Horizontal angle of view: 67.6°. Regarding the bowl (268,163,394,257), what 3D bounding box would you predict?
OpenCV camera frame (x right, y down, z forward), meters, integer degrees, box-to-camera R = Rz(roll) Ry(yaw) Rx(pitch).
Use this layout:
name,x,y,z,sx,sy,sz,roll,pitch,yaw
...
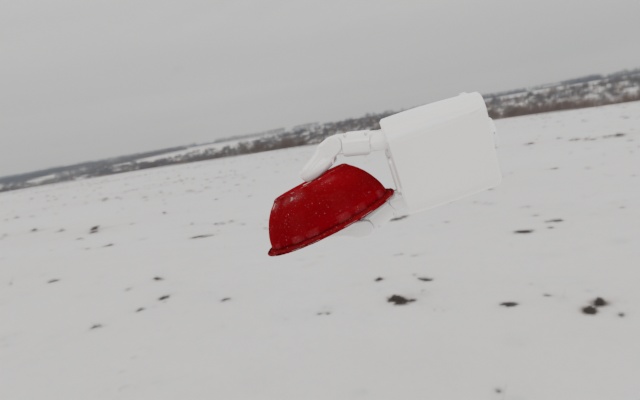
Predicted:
name,x,y,z,sx,sy,sz,roll,pitch,yaw
bowl,-0.001,0.002,0.547,0.162,0.055,0.162,-27,5,3
